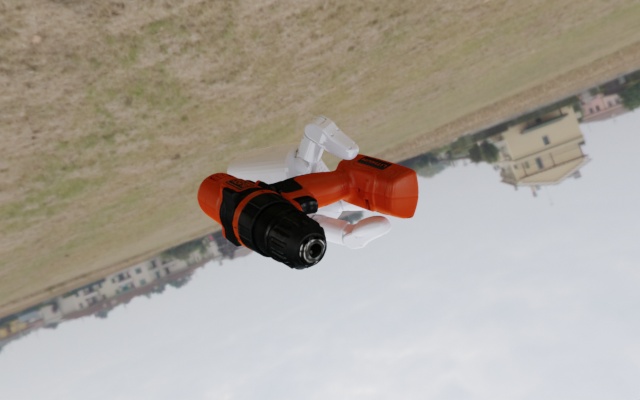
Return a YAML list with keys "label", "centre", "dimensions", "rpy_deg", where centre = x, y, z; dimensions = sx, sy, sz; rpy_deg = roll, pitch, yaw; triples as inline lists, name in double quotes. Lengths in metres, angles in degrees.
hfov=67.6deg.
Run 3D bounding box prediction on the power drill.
- label: "power drill"
  centre: [0.000, 0.001, 0.446]
  dimensions: [0.187, 0.057, 0.184]
  rpy_deg: [-10, 21, -33]
